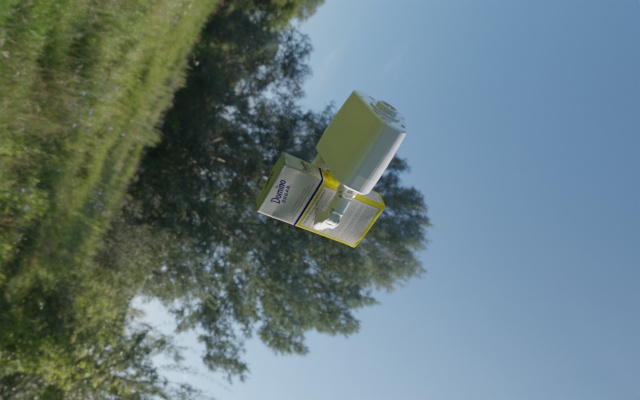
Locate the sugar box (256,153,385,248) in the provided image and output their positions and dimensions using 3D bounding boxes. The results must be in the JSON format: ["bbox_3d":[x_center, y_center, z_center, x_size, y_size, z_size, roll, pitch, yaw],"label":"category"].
[{"bbox_3d":[0.000,0.002,0.735,0.176,0.093,0.048,24,27,-20],"label":"sugar box"}]
